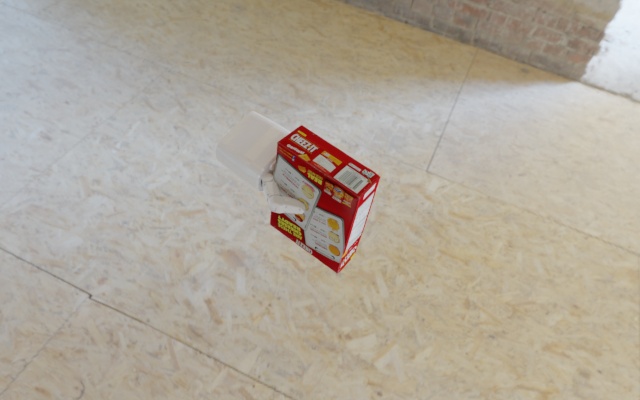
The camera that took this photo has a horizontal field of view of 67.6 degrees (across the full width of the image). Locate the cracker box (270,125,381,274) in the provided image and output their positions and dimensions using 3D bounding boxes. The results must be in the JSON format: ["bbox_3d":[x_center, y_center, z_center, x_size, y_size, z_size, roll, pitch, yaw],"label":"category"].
[{"bbox_3d":[0.000,0.003,0.813,0.164,0.214,0.072,34,53,19],"label":"cracker box"}]
